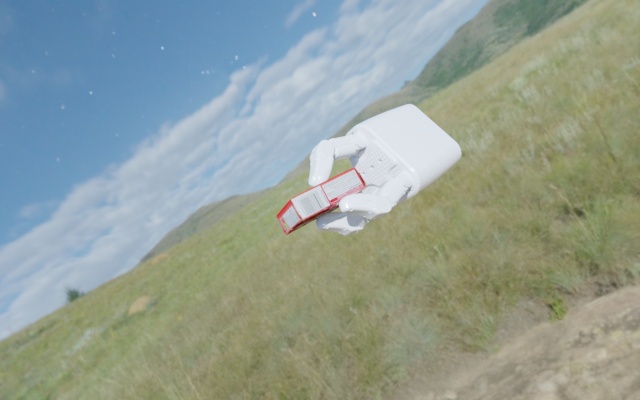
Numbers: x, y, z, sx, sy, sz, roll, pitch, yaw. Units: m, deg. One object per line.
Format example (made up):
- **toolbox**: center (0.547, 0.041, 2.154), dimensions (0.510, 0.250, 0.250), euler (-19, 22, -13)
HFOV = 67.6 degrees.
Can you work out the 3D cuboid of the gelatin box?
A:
- **gelatin box**: center (0.000, 0.002, 0.545), dimensions (0.089, 0.030, 0.073), euler (-27, -6, -23)
